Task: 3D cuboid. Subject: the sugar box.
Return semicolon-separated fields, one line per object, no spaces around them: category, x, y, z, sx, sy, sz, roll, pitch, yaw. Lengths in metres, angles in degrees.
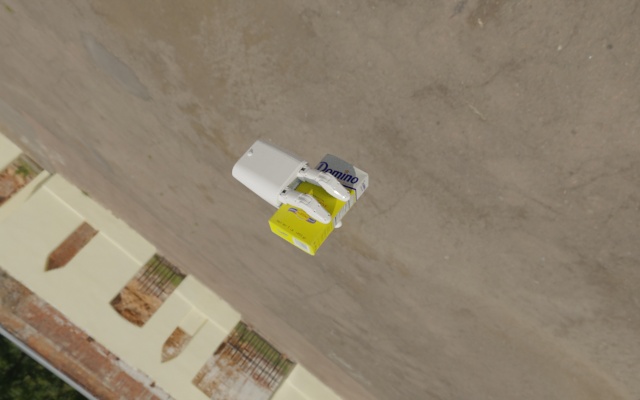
sugar box;0.000;0.002;0.844;0.093;0.176;0.048;29;-23;21
